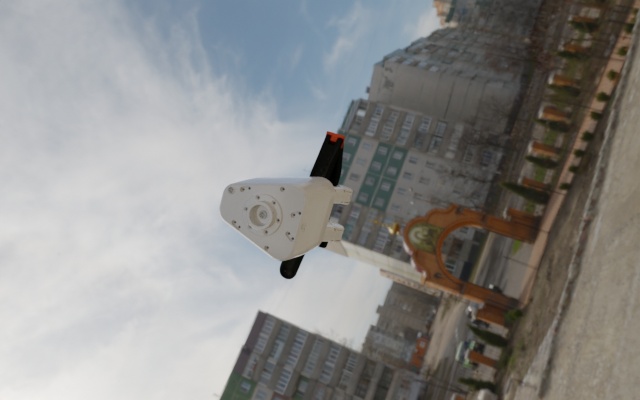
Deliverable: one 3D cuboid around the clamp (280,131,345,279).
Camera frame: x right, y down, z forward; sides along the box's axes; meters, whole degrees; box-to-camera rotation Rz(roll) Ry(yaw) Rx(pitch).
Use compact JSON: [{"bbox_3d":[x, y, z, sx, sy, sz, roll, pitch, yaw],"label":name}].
[{"bbox_3d":[-0.001,0.002,0.717,0.036,0.210,0.164,18,10,13],"label":"clamp"}]
